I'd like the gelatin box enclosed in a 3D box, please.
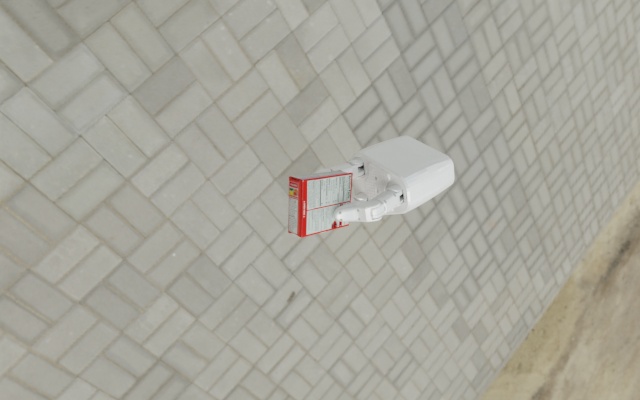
[{"bbox_3d":[0.000,0.002,0.610,0.089,0.073,0.030,-12,20,-42],"label":"gelatin box"}]
